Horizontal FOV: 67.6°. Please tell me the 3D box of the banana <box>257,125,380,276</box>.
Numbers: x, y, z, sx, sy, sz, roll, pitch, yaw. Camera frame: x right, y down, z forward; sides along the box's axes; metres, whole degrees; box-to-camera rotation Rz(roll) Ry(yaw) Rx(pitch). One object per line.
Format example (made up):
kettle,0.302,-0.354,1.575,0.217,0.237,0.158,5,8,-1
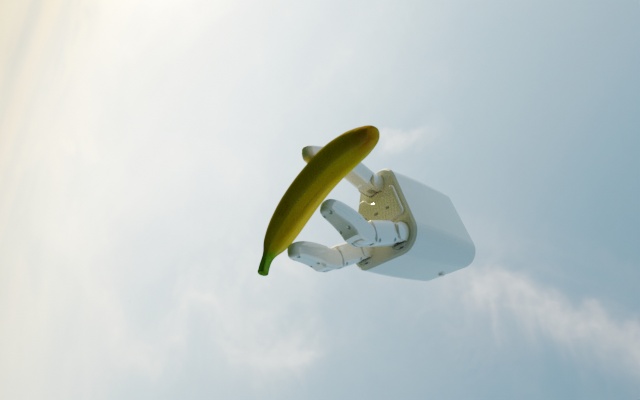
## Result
banana,-0.006,-0.007,0.486,0.037,0.198,0.069,22,29,-28
